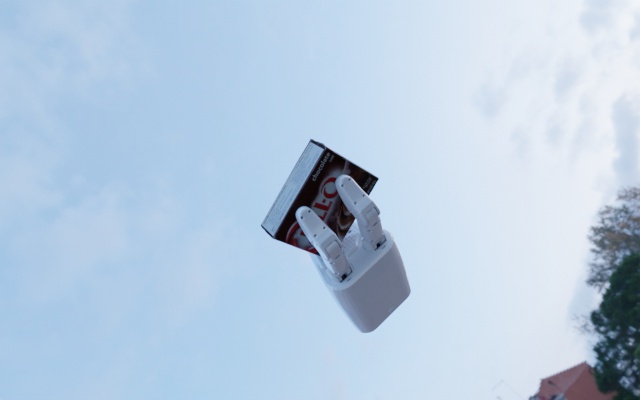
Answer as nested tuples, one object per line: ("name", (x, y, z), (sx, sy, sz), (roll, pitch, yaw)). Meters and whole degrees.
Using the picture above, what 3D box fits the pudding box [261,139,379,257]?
("pudding box", (0.000, 0.002, 0.528), (0.090, 0.113, 0.039), (25, 5, -42))
